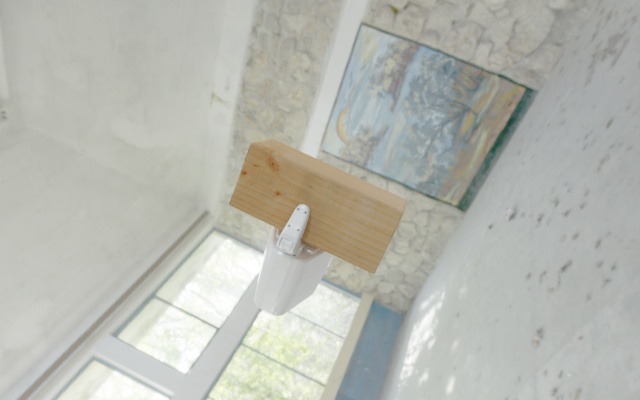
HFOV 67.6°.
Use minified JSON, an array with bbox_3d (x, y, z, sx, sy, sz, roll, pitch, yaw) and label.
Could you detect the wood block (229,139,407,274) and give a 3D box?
[{"bbox_3d":[0.000,0.002,0.630,0.206,0.090,0.091,25,16,7],"label":"wood block"}]
